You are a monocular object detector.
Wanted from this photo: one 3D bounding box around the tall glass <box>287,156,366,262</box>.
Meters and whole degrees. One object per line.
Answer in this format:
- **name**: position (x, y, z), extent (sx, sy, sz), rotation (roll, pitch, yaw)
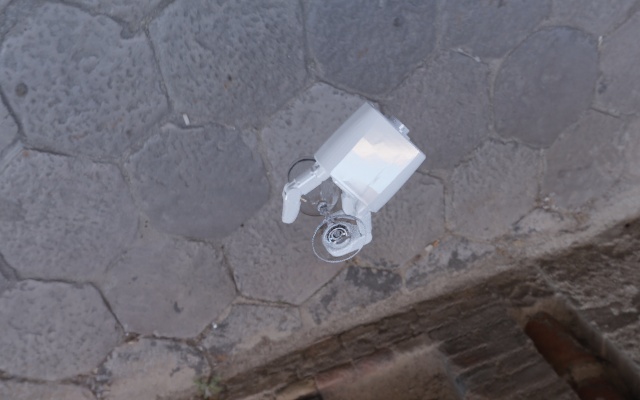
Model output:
- **tall glass**: position (0.000, 0.003, 0.704), extent (0.079, 0.079, 0.201), rotation (0, 29, -17)
